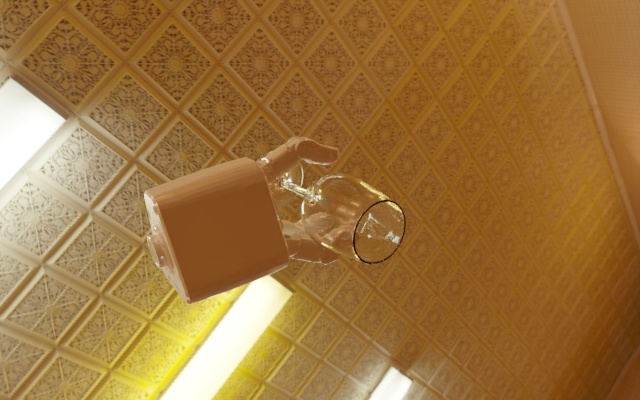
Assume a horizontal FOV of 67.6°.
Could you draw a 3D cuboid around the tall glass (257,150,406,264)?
[{"bbox_3d":[0.000,0.001,0.508,0.079,0.079,0.201,0,16,-35],"label":"tall glass"}]
